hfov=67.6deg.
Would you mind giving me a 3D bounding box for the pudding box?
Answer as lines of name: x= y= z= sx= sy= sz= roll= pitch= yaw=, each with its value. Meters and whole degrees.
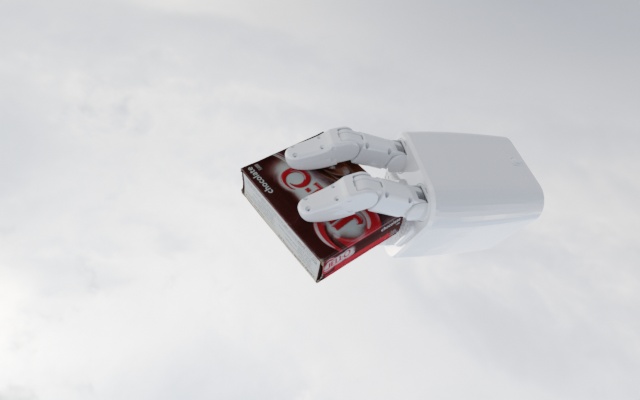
pudding box: x=0.000 y=0.001 z=0.401 sx=0.090 sy=0.039 sz=0.113 roll=-28 pitch=58 yaw=-30
